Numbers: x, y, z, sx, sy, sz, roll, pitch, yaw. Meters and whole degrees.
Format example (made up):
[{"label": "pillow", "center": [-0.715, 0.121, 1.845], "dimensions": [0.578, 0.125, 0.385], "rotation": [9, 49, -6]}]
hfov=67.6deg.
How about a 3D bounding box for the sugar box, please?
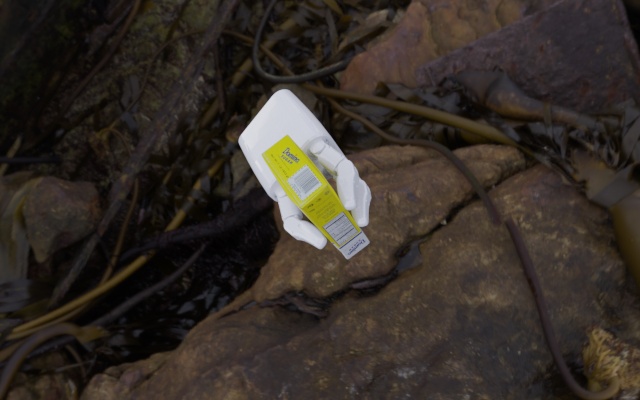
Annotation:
[{"label": "sugar box", "center": [0.000, 0.001, 0.595], "dimensions": [0.048, 0.093, 0.176], "rotation": [-38, -32, 4]}]
